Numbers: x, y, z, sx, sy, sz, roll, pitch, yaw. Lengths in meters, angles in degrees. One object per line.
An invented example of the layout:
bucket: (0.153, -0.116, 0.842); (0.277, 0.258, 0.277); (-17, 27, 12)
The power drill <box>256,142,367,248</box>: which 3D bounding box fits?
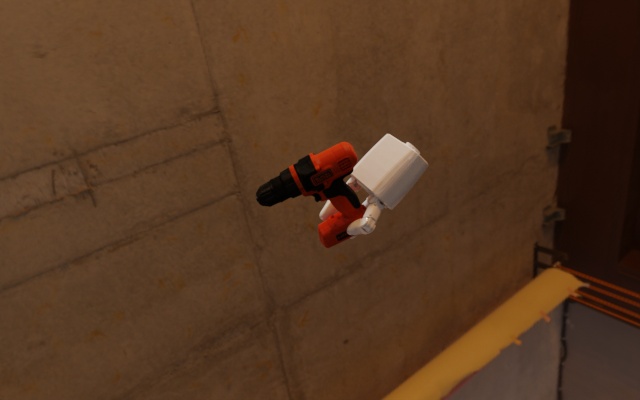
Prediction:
power drill: (0.001, 0.003, 0.847); (0.184, 0.057, 0.188); (-26, -47, 5)
